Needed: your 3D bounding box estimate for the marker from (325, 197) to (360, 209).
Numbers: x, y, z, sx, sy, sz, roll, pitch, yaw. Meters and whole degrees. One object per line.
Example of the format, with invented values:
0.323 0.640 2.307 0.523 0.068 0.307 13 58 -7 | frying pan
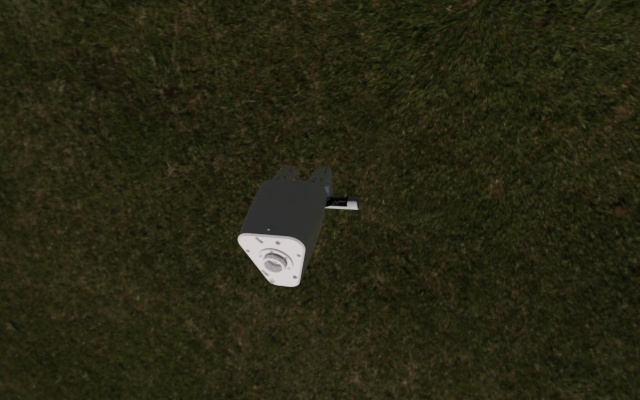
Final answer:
0.000 0.002 0.743 0.121 0.020 0.020 2 1 17 | marker
